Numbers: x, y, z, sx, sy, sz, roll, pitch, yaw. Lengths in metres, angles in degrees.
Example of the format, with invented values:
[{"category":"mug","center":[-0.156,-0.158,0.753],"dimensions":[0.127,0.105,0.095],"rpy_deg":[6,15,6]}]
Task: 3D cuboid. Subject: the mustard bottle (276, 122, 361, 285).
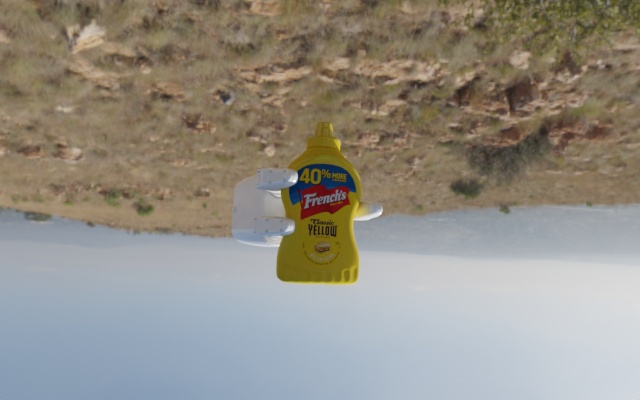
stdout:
[{"category":"mustard bottle","center":[0.000,0.002,0.568],"dimensions":[0.096,0.191,0.058],"rpy_deg":[4,-6,-9]}]
